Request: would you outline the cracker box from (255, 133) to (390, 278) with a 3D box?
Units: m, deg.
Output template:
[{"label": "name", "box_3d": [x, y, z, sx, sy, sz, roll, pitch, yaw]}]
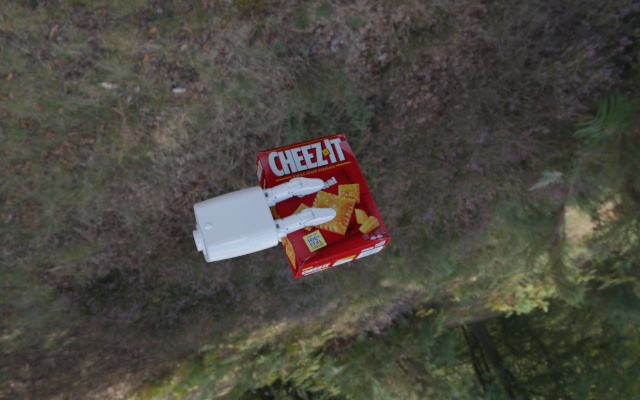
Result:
[{"label": "cracker box", "box_3d": [0.000, 0.003, 0.807, 0.164, 0.213, 0.072, -15, -21, -18]}]
